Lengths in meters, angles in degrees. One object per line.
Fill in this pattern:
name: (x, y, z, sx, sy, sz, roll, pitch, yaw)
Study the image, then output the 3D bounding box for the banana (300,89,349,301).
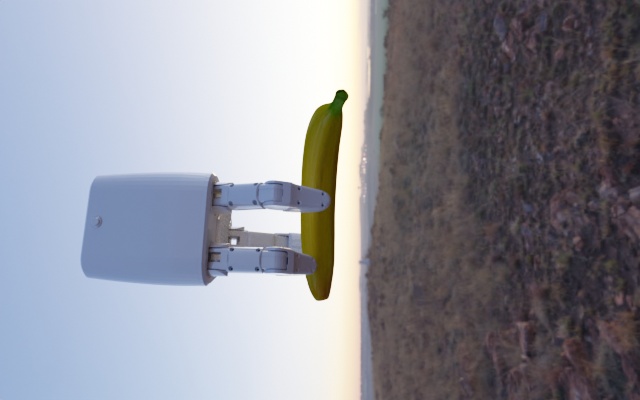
banana: (-0.001, -0.006, 0.460, 0.037, 0.198, 0.069, 3, 12, -4)
